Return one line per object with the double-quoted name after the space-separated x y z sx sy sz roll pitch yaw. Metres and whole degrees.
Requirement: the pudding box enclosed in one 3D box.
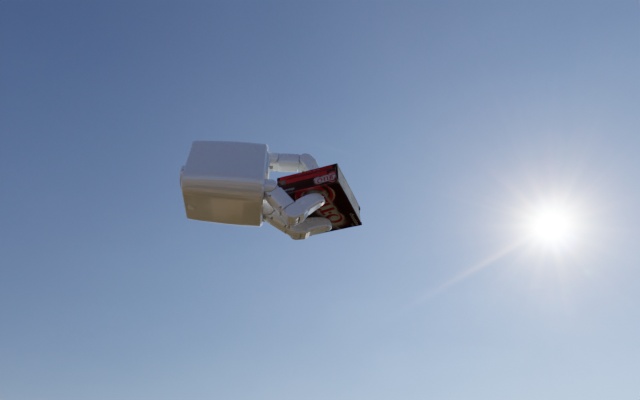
0.000 0.002 0.674 0.090 0.039 0.114 -12 -35 17 "pudding box"
